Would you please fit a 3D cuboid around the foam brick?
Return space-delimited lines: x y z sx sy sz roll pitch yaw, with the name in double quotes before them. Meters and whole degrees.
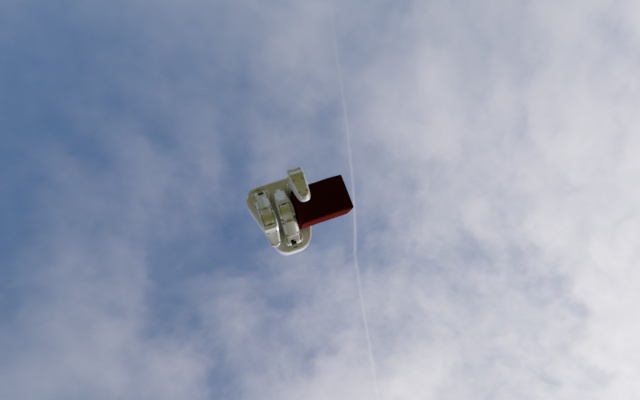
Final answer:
"foam brick" 0.000 0.002 0.691 0.078 0.053 0.051 -17 -10 -8
